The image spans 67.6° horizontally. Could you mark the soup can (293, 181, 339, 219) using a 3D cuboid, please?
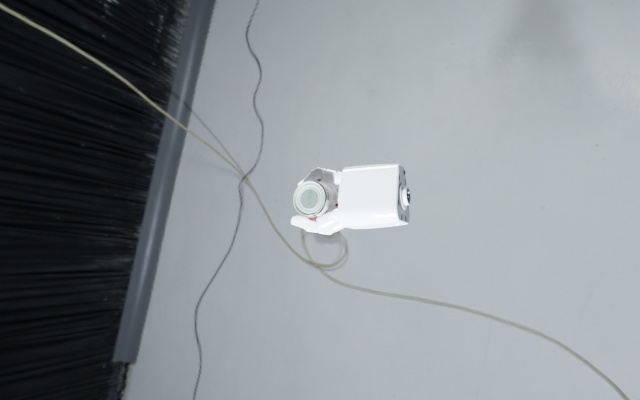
[{"bbox_3d":[0.000,0.003,0.899,0.068,0.068,0.102,0,-7,24],"label":"soup can"}]
